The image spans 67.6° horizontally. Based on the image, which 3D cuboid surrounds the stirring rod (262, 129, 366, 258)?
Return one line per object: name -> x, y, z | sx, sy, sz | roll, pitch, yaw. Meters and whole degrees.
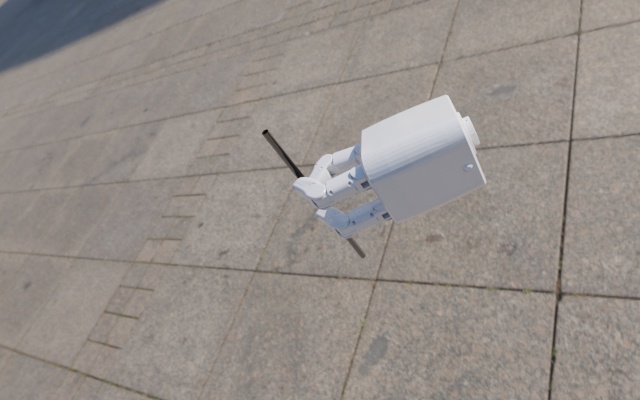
stirring rod -> 0.000, 0.002, 0.574 | 0.011, 0.011, 0.240 | 0, -38, 37
